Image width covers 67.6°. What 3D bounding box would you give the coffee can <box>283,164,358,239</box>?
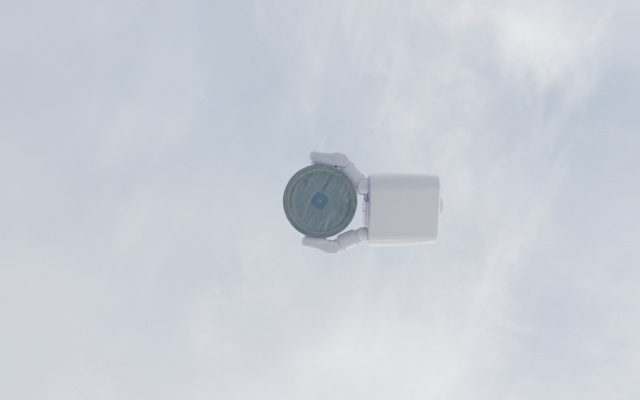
[{"bbox_3d":[0.000,0.002,0.722,0.103,0.103,0.140,0,-1,1],"label":"coffee can"}]
